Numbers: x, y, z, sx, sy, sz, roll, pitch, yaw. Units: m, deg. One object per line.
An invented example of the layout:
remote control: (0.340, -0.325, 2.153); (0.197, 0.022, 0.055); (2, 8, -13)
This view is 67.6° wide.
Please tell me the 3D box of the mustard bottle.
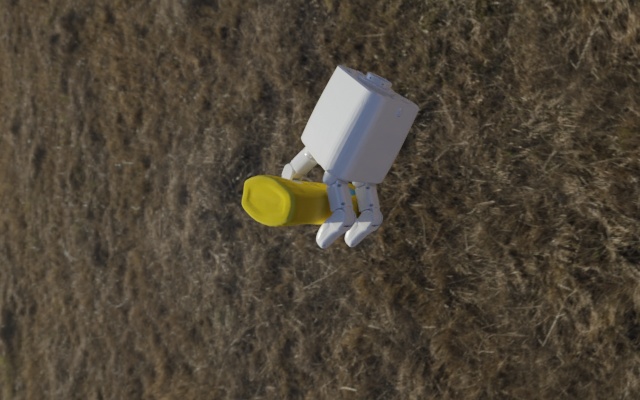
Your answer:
mustard bottle: (0.000, 0.002, 0.620); (0.096, 0.058, 0.191); (14, 8, 42)
